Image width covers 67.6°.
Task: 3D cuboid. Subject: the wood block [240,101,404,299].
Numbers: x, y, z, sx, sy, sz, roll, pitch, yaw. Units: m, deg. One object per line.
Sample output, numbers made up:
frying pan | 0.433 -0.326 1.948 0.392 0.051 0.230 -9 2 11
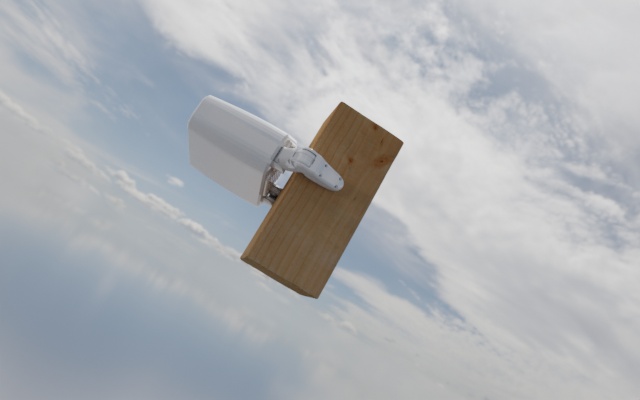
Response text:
wood block | 0.000 0.001 0.563 0.090 0.206 0.091 32 -14 -8
